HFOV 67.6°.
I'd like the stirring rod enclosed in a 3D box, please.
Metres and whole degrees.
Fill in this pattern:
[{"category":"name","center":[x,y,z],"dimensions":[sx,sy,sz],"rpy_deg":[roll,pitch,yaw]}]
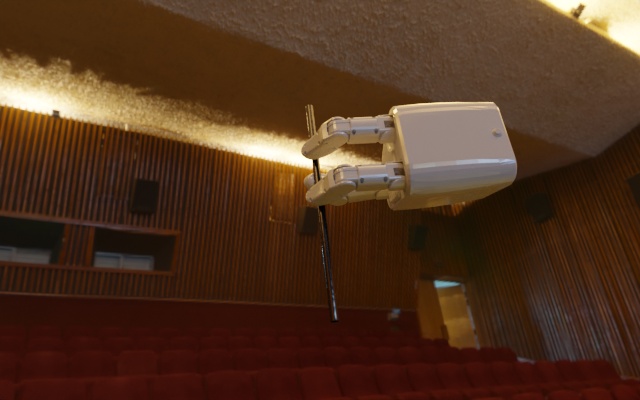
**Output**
[{"category":"stirring rod","center":[0.000,0.002,0.481],"dimensions":[0.011,0.239,0.011],"rpy_deg":[-5,-27,-3]}]
